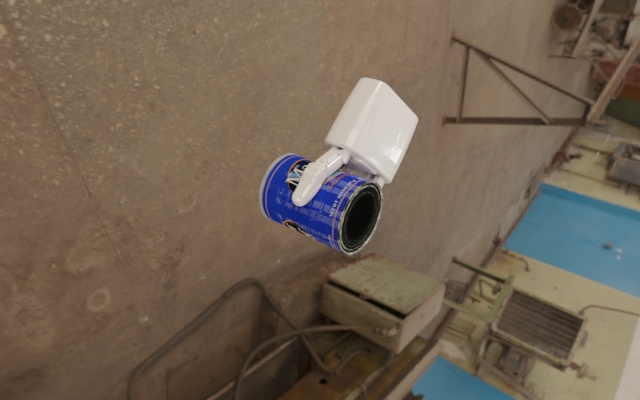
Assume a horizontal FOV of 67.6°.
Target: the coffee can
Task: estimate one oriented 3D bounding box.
[{"bbox_3d":[0.000,0.002,0.659,0.140,0.103,0.103,22,12,32],"label":"coffee can"}]
